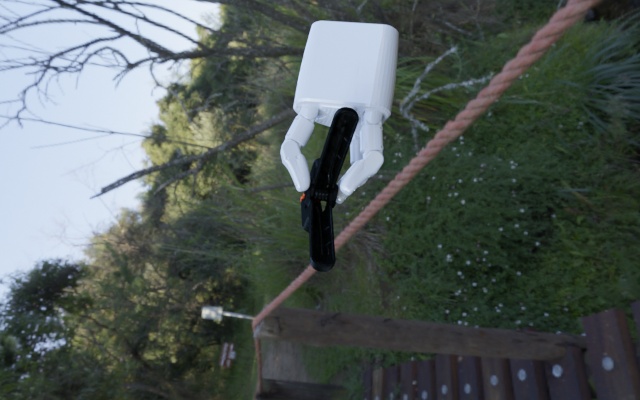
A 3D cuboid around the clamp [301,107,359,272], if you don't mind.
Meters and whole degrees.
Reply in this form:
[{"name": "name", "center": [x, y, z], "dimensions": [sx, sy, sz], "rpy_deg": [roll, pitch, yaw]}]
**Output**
[{"name": "clamp", "center": [-0.001, 0.002, 0.554], "dimensions": [0.036, 0.164, 0.210], "rpy_deg": [11, -11, -8]}]
